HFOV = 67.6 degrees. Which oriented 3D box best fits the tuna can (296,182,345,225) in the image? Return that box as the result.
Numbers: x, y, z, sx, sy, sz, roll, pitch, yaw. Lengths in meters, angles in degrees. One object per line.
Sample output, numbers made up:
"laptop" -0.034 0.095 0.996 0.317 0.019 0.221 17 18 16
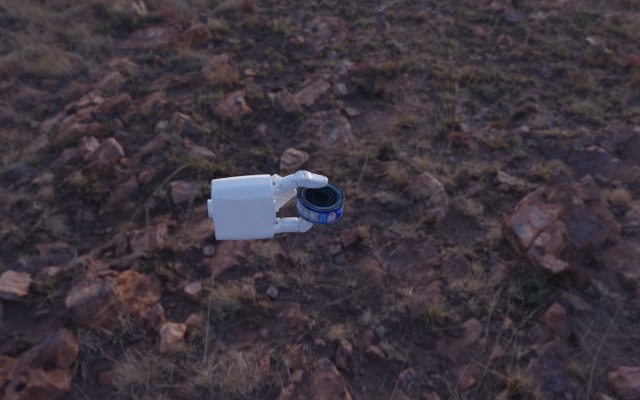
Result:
"tuna can" 0.000 0.002 0.861 0.086 0.034 0.086 5 41 -5
